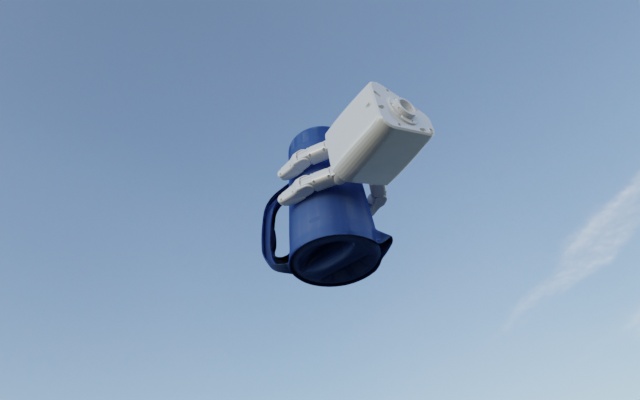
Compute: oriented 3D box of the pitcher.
[{"bbox_3d":[0.000,0.002,0.739,0.149,0.242,0.145,17,-47,-27],"label":"pitcher"}]
